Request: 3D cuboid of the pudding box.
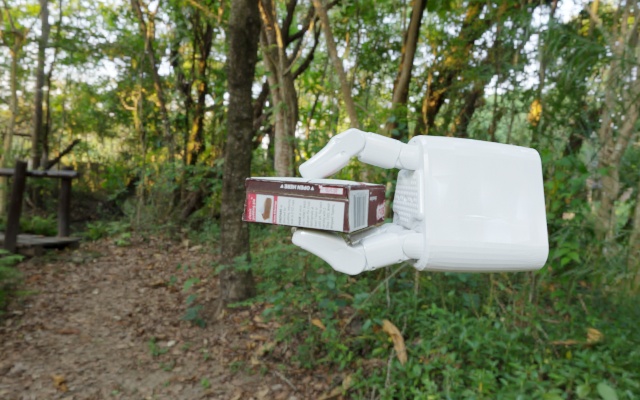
[{"bbox_3d":[0.000,0.001,0.407,0.090,0.039,0.113,4,2,21],"label":"pudding box"}]
